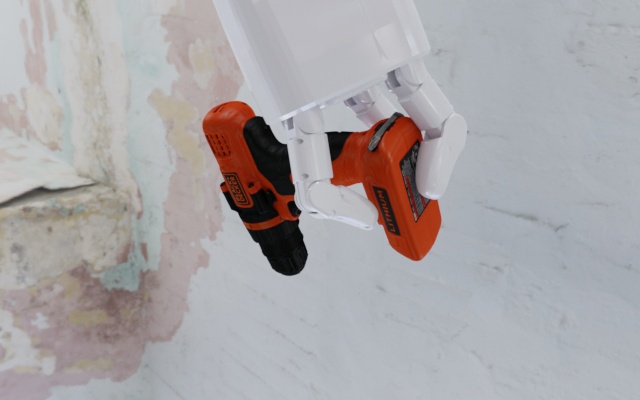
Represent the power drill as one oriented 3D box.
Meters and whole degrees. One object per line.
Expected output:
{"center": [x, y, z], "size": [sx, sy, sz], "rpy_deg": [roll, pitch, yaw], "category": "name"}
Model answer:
{"center": [0.000, 0.001, 0.400], "size": [0.187, 0.184, 0.057], "rpy_deg": [3, 39, 35], "category": "power drill"}
